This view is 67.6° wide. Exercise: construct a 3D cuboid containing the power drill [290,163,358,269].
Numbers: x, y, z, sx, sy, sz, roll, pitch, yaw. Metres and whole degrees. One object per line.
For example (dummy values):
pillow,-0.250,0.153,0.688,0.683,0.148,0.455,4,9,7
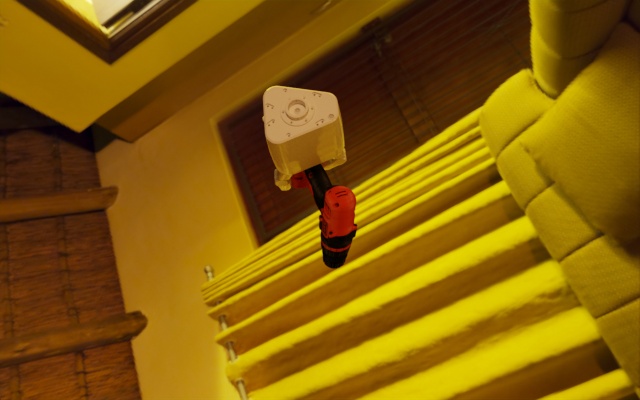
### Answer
power drill,0.000,0.002,0.799,0.057,0.187,0.185,-17,-37,-20
